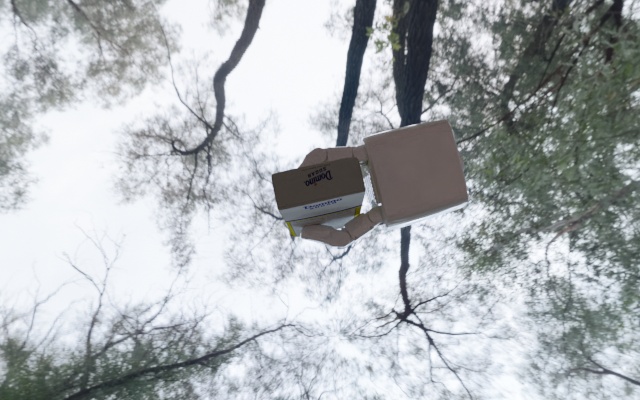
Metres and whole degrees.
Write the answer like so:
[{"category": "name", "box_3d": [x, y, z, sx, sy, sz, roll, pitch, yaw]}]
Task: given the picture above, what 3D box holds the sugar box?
[{"category": "sugar box", "box_3d": [0.000, 0.001, 0.562, 0.093, 0.048, 0.176, -12, -16, -2]}]
